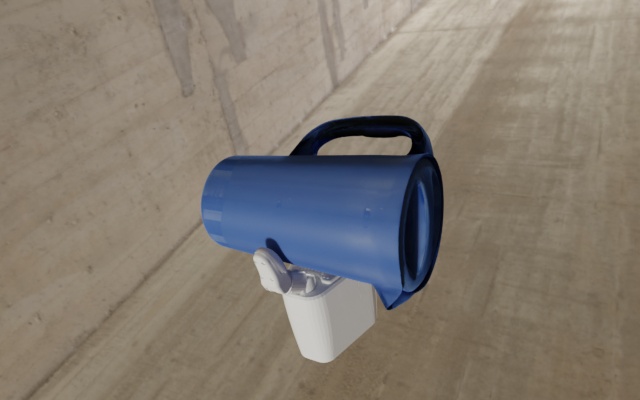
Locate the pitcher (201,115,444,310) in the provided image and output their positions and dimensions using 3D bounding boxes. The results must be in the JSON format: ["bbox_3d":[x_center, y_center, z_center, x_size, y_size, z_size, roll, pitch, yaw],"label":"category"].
[{"bbox_3d":[0.000,0.002,0.502,0.243,0.145,0.149,7,35,29],"label":"pitcher"}]
